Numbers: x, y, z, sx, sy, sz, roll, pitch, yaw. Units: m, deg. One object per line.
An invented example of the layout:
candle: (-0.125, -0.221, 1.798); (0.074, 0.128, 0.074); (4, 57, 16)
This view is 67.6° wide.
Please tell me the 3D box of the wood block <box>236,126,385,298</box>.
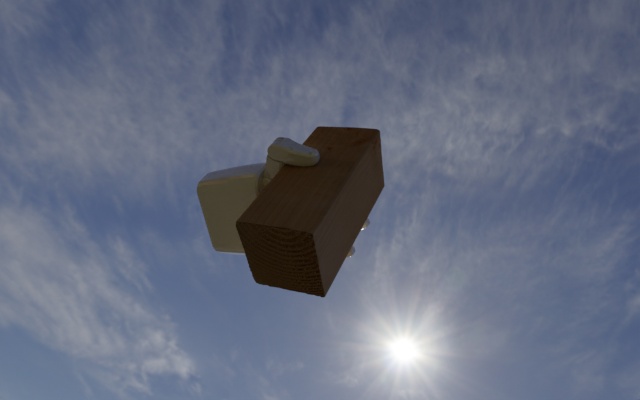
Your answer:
wood block: (0.000, 0.001, 0.560); (0.090, 0.091, 0.206); (7, 39, 24)
